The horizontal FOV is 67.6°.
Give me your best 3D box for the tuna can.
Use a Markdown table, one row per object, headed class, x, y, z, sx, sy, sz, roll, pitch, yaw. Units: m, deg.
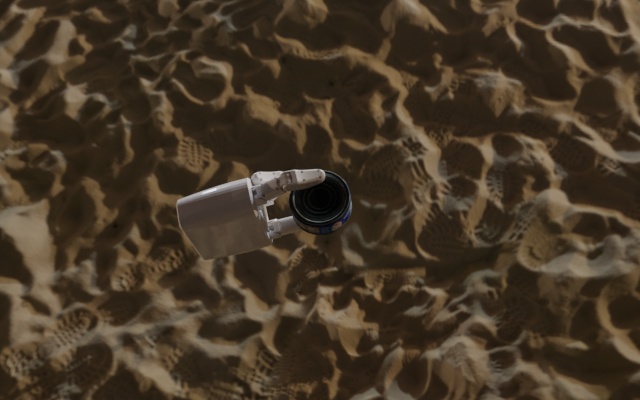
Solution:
| class | x | y | z | sx | sy | sz | roll | pitch | yaw |
| --- | --- | --- | --- | --- | --- | --- | --- | --- | --- |
| tuna can | 0.000 | 0.002 | 0.655 | 0.086 | 0.086 | 0.034 | 0 | -25 | 5 |
